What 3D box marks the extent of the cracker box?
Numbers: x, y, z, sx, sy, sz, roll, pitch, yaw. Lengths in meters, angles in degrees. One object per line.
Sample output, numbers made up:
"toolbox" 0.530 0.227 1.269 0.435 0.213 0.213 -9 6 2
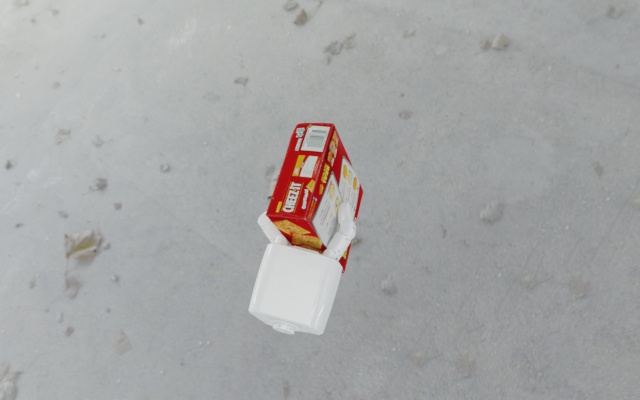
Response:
"cracker box" 0.000 0.002 0.772 0.072 0.164 0.214 6 -26 21
